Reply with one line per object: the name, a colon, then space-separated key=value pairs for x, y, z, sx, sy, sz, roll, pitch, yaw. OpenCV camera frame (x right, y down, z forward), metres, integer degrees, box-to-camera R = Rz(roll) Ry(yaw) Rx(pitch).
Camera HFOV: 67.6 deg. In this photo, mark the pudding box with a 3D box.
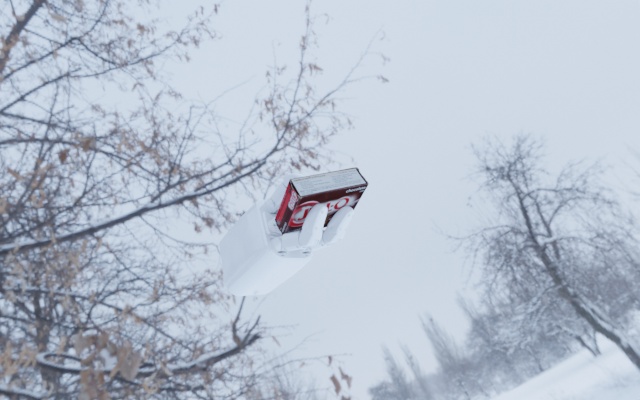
pudding box: x=0.000 y=0.002 z=0.667 sx=0.113 sy=0.039 sz=0.090 roll=-14 pitch=-31 yaw=-31
